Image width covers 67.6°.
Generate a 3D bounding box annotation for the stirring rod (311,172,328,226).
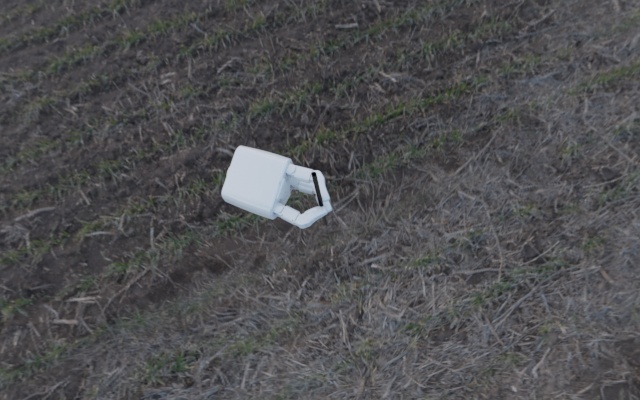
[{"bbox_3d":[0.000,0.003,0.857,0.011,0.011,0.240,0,-22,5],"label":"stirring rod"}]
